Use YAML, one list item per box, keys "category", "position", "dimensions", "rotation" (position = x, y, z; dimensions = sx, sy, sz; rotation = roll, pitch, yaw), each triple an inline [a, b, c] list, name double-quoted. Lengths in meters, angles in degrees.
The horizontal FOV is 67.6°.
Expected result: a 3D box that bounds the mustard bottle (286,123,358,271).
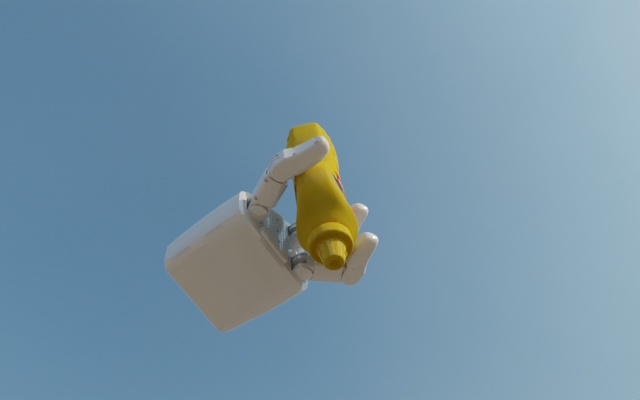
- category: "mustard bottle"
  position: [0.000, 0.001, 0.485]
  dimensions: [0.058, 0.096, 0.191]
  rotation: [-12, 34, 0]
